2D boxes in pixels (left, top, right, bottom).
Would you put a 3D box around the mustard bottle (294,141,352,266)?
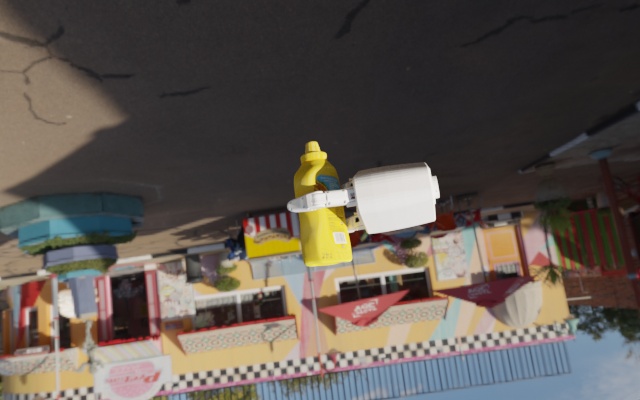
[{"bbox_3d":[0.000,0.003,0.733,0.058,0.191,0.096,-15,-12,33],"label":"mustard bottle"}]
